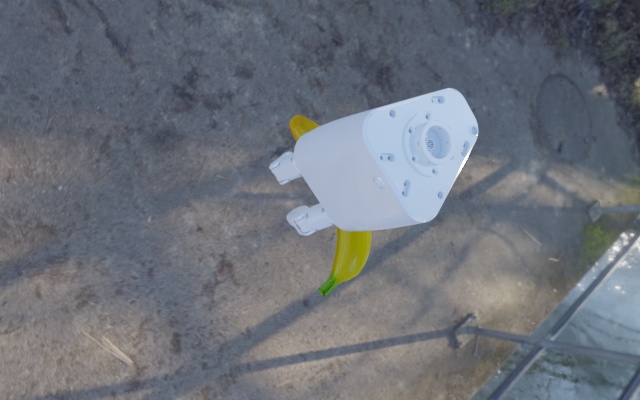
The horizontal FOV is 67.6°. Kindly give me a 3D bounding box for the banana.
[{"bbox_3d":[0.017,0.001,0.517,0.069,0.198,0.037,-12,4,-26],"label":"banana"}]
